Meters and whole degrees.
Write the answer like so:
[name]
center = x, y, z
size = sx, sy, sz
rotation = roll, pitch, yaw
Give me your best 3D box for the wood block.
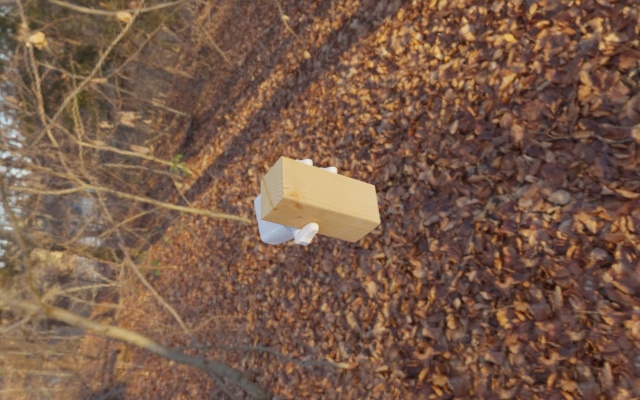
[wood block]
center = 0.000, 0.003, 0.895
size = 0.206, 0.090, 0.090
rotation = 15, -37, -29
